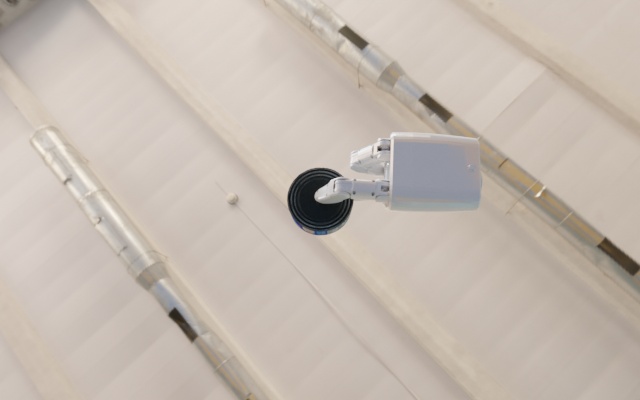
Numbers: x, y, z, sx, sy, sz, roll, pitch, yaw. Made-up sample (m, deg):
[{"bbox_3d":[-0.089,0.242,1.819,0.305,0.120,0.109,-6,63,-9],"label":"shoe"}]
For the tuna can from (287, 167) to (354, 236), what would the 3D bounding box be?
[{"bbox_3d":[0.000,0.002,0.628,0.086,0.086,0.034,0,-16,1],"label":"tuna can"}]
